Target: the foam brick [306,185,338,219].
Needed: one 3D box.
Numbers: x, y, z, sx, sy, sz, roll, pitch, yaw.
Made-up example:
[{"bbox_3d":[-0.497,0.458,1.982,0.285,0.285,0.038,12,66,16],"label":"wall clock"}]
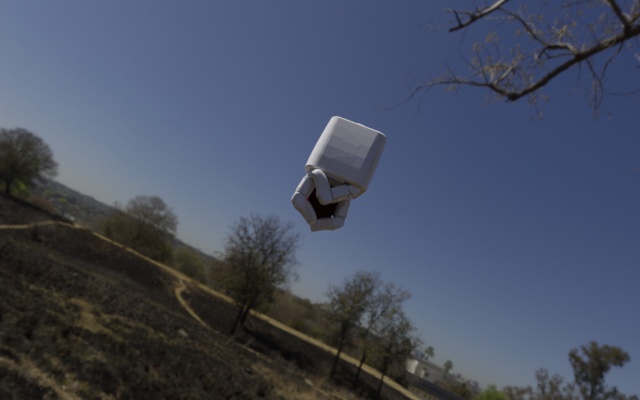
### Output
[{"bbox_3d":[0.000,0.003,0.866,0.053,0.051,0.078,26,-15,-6],"label":"foam brick"}]
